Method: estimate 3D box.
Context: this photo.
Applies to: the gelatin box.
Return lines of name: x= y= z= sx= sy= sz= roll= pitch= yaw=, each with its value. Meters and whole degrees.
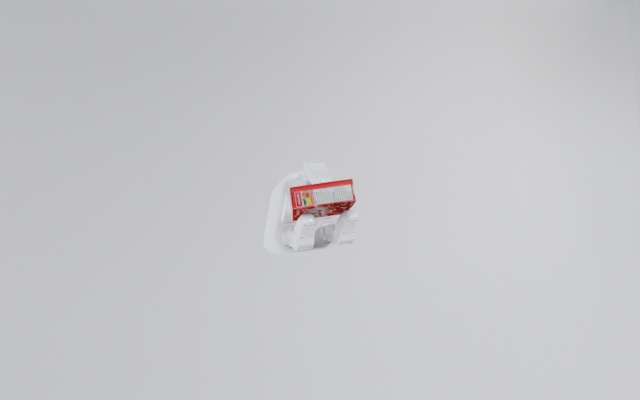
gelatin box: x=0.000 y=0.001 z=0.575 sx=0.073 sy=0.030 sz=0.089 roll=-8 pitch=-11 yaw=-5
